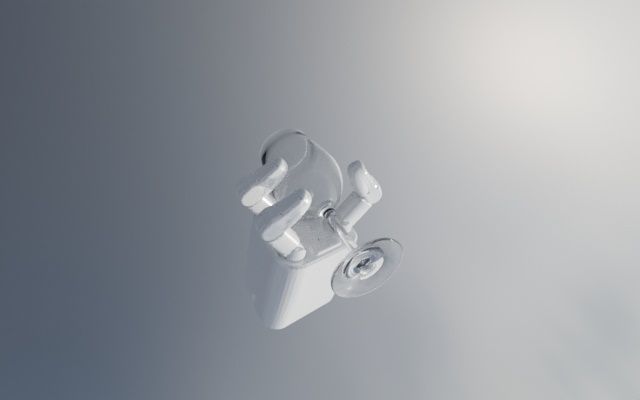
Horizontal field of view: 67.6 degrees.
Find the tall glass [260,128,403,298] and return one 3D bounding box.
[{"bbox_3d":[0.000,0.002,0.496,0.079,0.079,0.201,0,38,-33],"label":"tall glass"}]
